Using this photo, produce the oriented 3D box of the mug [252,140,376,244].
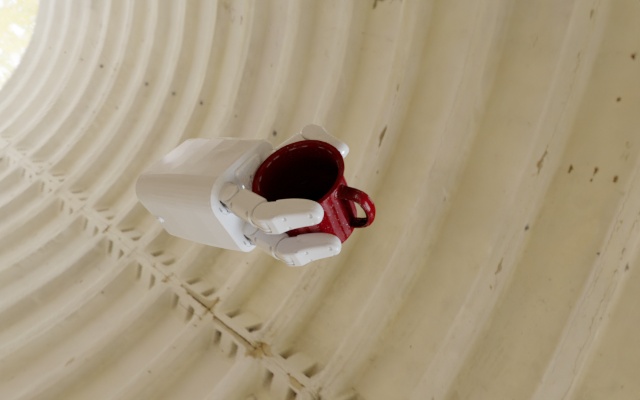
[{"bbox_3d":[0.001,0.002,0.475,0.117,0.093,0.082,8,-34,27],"label":"mug"}]
